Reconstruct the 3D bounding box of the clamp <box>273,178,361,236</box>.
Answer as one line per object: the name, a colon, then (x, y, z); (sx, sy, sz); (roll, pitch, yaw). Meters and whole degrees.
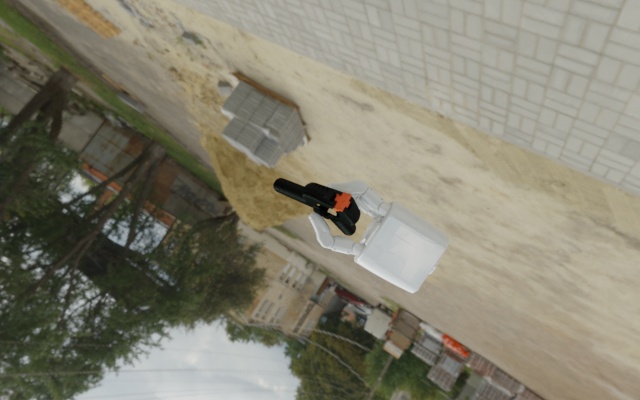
clamp: (0.000, 0.003, 0.742); (0.164, 0.036, 0.210); (30, -9, -2)
